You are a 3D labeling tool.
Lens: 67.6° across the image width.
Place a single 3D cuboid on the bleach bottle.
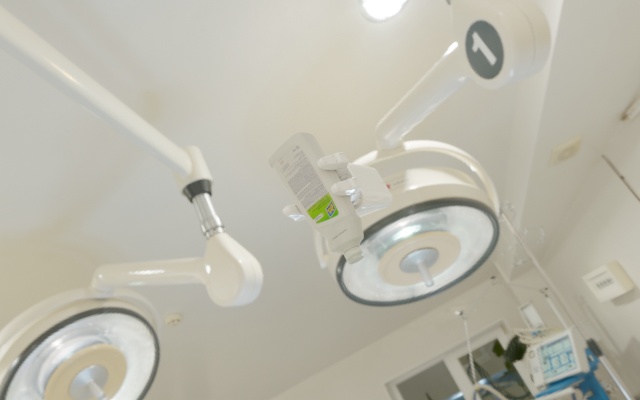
[{"bbox_3d":[0.000,0.003,0.850,0.102,0.250,0.068,-41,-25,30],"label":"bleach bottle"}]
